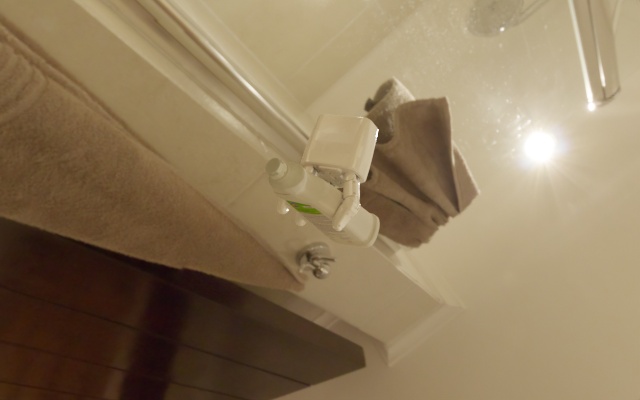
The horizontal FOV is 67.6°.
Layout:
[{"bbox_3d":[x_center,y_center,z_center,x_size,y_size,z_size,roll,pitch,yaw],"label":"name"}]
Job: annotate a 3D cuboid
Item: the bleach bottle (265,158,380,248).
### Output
[{"bbox_3d":[0.000,0.003,0.812,0.102,0.068,0.251,1,-26,37],"label":"bleach bottle"}]
